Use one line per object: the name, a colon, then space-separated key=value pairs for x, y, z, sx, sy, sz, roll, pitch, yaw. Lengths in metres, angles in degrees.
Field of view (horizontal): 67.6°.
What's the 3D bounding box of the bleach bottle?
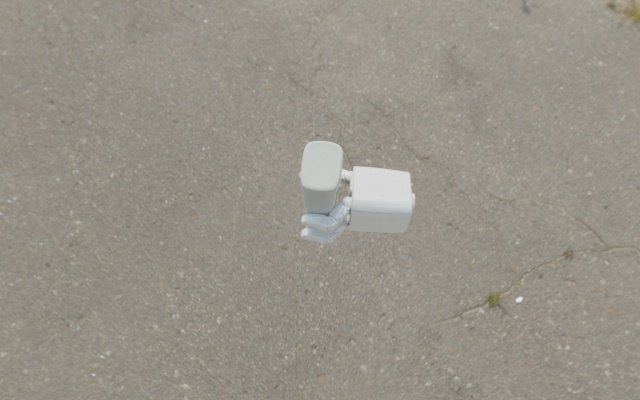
bleach bottle: x=0.000 y=0.003 z=0.887 sx=0.068 sy=0.102 sz=0.251 roll=6 pitch=-29 yaw=3
